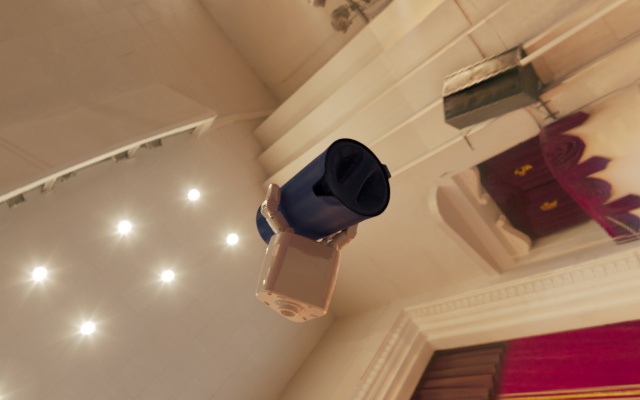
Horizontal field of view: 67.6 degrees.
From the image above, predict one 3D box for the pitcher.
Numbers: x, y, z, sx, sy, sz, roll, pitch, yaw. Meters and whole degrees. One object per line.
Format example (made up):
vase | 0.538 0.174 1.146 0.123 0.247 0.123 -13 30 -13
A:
pitcher | 0.000 0.003 0.823 0.149 0.145 0.243 31 -38 -24
